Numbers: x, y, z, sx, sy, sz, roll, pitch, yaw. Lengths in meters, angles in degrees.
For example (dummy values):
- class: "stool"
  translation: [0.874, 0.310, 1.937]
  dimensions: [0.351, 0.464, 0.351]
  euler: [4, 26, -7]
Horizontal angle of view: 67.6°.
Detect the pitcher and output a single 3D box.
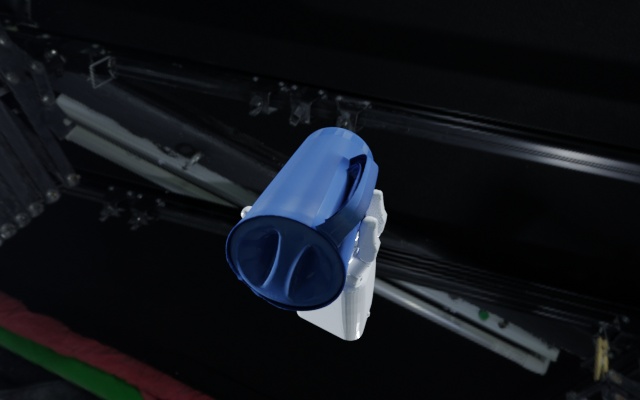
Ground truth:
- class: "pitcher"
  translation: [0.000, 0.002, 0.586]
  dimensions: [0.149, 0.145, 0.242]
  euler: [7, 36, 14]
